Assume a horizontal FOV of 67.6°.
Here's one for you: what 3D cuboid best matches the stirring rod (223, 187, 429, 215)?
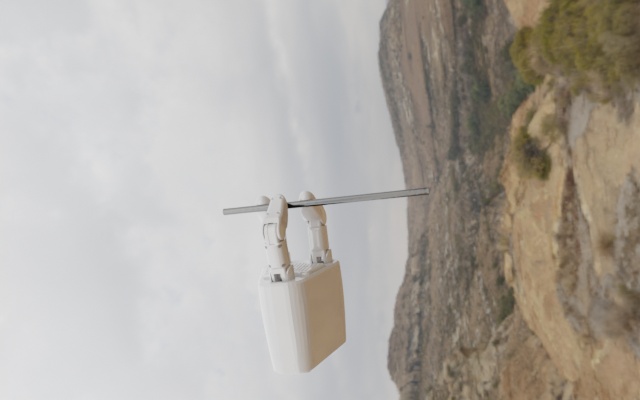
[{"bbox_3d":[0.000,0.002,0.540,0.239,0.011,0.011,-6,-2,15],"label":"stirring rod"}]
